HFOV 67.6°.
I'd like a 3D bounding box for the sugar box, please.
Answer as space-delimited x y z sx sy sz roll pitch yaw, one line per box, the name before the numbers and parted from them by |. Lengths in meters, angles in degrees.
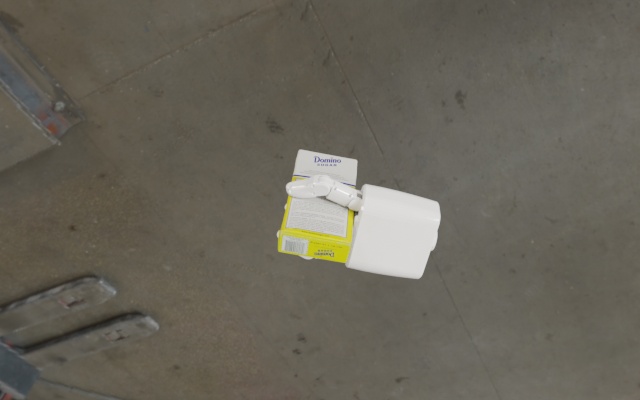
sugar box | 0.000 0.003 0.669 0.093 0.048 0.176 11 40 -1
